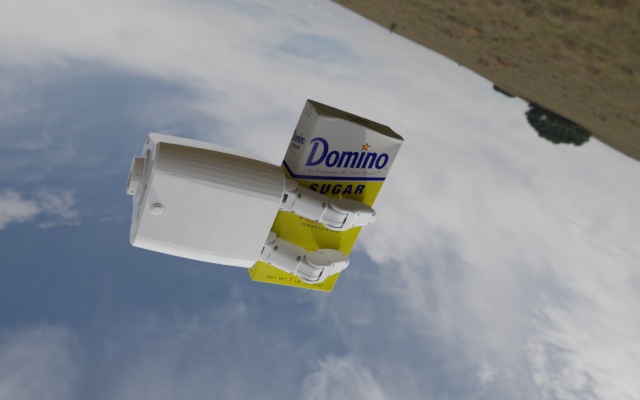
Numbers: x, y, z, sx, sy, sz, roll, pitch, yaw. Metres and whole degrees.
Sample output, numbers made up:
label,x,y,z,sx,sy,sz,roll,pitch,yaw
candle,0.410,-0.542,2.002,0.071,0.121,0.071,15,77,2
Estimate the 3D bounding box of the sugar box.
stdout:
label,x,y,z,sx,sy,sz,roll,pitch,yaw
sugar box,0.000,0.002,0.461,0.093,0.176,0.048,13,25,-26
